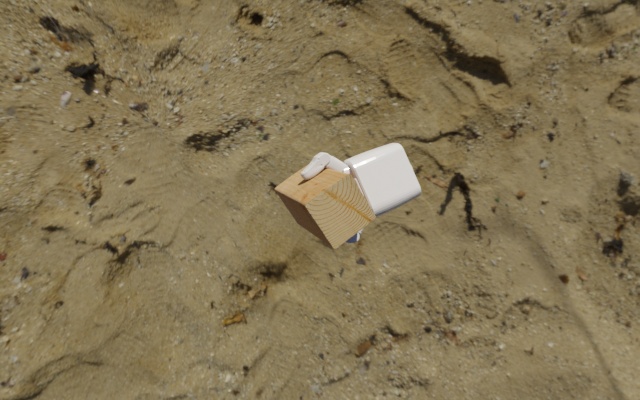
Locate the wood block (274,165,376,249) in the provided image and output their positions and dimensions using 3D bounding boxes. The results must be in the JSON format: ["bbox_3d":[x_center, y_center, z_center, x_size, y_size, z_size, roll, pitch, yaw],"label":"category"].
[{"bbox_3d":[0.000,0.002,0.843,0.090,0.091,0.206,-36,18,-11],"label":"wood block"}]
